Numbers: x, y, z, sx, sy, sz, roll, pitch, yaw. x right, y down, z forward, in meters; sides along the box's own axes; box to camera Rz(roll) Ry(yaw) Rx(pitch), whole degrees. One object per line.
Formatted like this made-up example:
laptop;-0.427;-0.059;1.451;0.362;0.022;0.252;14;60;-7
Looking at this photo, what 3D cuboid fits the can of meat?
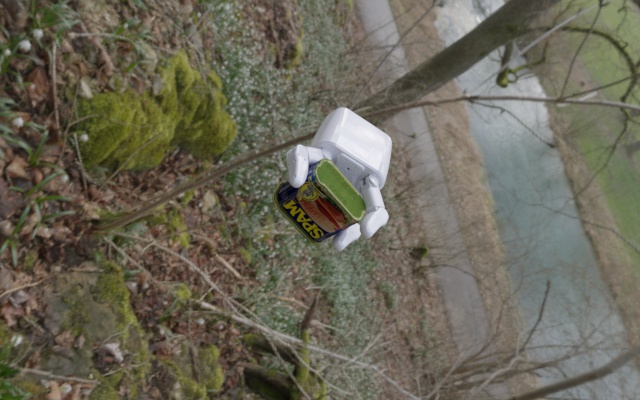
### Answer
can of meat;0.000;0.002;0.650;0.084;0.102;0.057;-30;21;36
